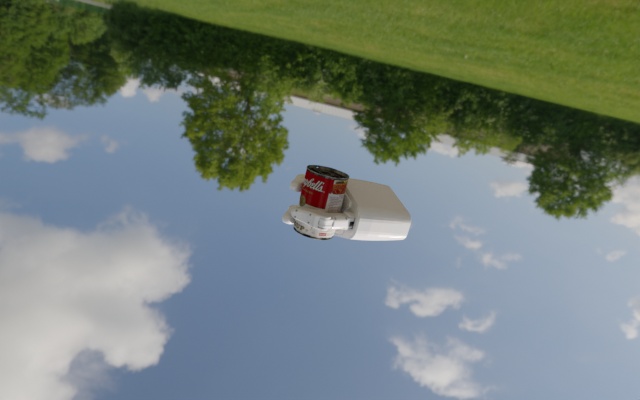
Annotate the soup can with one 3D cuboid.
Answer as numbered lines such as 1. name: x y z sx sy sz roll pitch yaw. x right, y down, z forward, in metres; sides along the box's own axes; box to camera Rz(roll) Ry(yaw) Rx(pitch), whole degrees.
1. soup can: 0.000 0.003 0.748 0.068 0.102 0.068 13 15 -4
